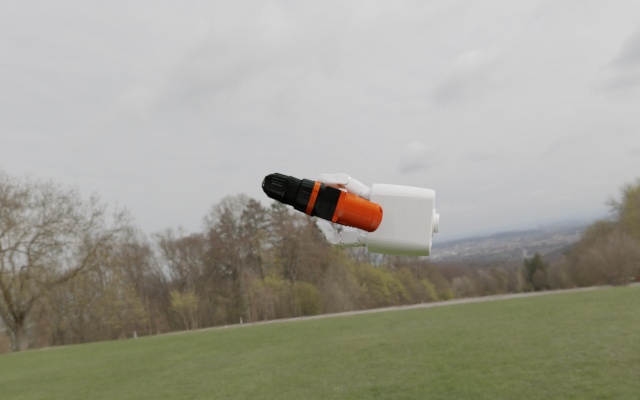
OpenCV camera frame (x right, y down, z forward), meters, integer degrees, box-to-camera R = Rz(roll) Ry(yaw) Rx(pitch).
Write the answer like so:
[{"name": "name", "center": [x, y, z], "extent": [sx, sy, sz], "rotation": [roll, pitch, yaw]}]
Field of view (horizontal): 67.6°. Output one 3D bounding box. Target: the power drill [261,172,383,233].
[{"name": "power drill", "center": [0.000, 0.003, 0.773], "extent": [0.184, 0.057, 0.187], "rotation": [20, 1, -1]}]
